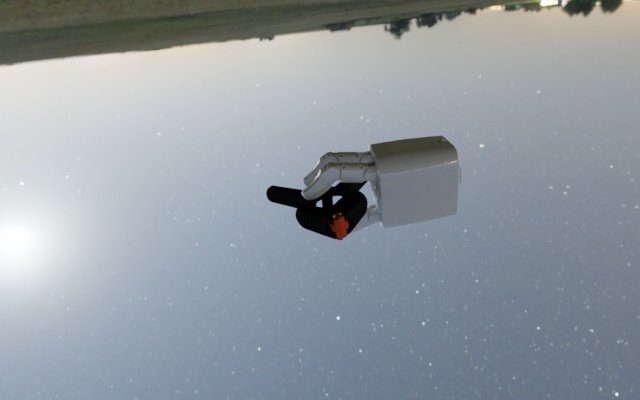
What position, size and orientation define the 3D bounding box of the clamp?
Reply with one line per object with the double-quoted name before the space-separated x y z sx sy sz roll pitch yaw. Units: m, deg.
"clamp" 0.001 0.003 0.652 0.164 0.036 0.210 -12 20 3
